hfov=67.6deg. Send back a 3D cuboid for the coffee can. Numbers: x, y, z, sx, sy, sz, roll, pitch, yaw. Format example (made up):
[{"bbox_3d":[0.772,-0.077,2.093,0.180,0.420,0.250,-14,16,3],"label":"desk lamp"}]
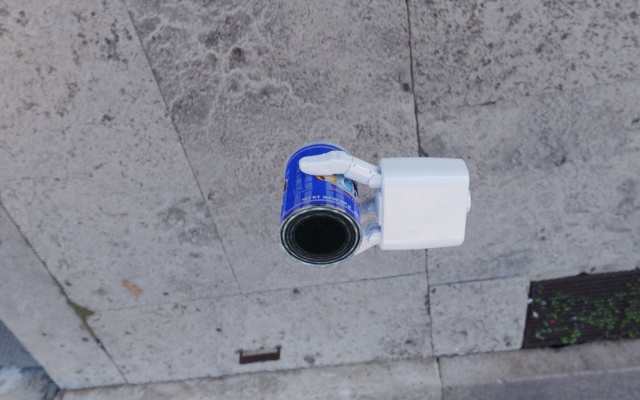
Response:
[{"bbox_3d":[0.000,0.002,0.628,0.103,0.103,0.140,0,39,1],"label":"coffee can"}]
